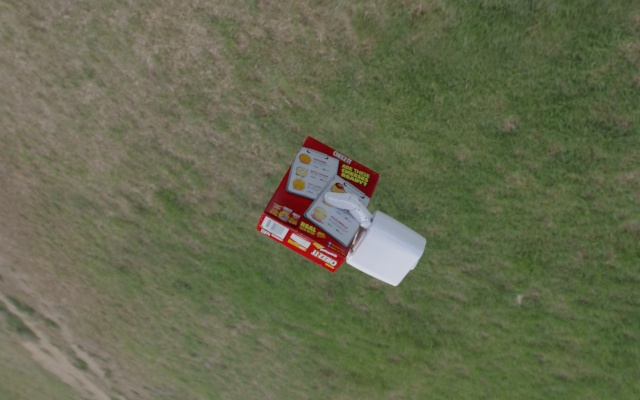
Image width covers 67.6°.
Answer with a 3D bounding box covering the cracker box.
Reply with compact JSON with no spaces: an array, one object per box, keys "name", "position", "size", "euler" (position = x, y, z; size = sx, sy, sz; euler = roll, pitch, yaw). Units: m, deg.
[{"name":"cracker box","position":[0.000,0.003,0.889],"size":[0.164,0.213,0.072],"euler":[29,-39,-3]}]
